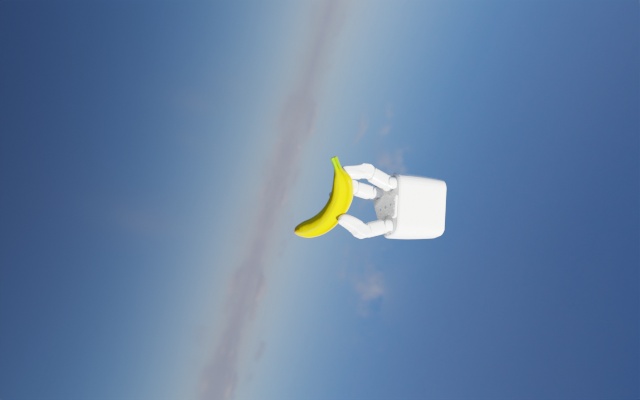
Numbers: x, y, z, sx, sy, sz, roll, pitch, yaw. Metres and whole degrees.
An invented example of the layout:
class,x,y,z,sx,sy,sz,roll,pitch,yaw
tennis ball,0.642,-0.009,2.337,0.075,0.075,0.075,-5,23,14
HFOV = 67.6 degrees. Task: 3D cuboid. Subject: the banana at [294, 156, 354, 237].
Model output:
class,x,y,z,sx,sy,sz,roll,pitch,yaw
banana,0.012,0.014,0.847,0.037,0.069,0.198,-13,-36,-40
